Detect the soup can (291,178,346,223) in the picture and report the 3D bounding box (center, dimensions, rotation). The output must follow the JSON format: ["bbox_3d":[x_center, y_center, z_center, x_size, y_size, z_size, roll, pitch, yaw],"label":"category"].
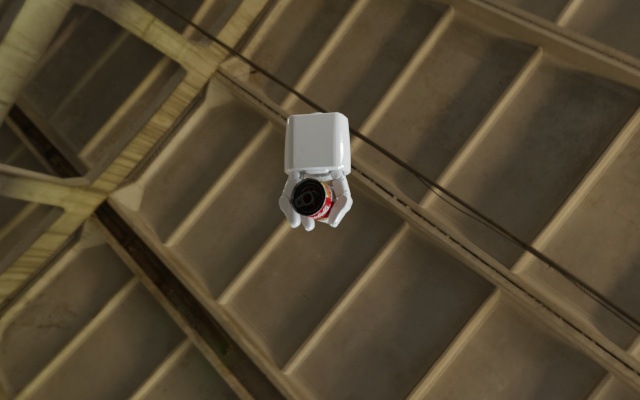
[{"bbox_3d":[0.000,0.003,0.868,0.068,0.068,0.102,0,-10,26],"label":"soup can"}]
